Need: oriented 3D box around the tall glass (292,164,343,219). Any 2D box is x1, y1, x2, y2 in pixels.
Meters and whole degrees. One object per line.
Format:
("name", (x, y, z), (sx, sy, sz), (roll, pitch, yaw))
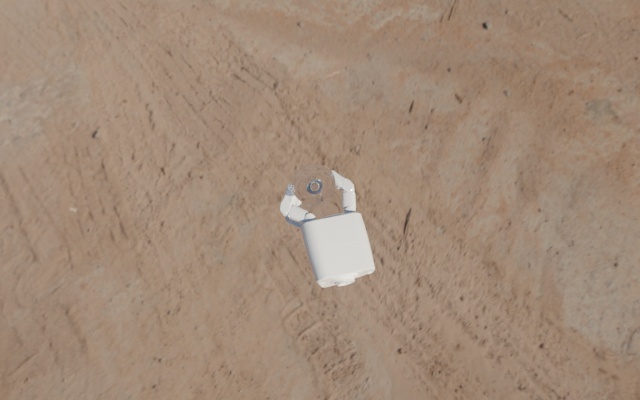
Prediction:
("tall glass", (0.000, 0.003, 0.899), (0.079, 0.079, 0.201), (0, -18, 7))
